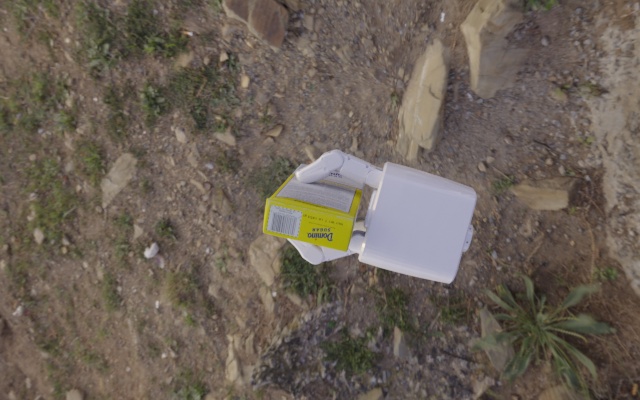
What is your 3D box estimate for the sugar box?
[{"bbox_3d":[0.000,0.002,0.565,0.093,0.048,0.176,14,15,6],"label":"sugar box"}]
